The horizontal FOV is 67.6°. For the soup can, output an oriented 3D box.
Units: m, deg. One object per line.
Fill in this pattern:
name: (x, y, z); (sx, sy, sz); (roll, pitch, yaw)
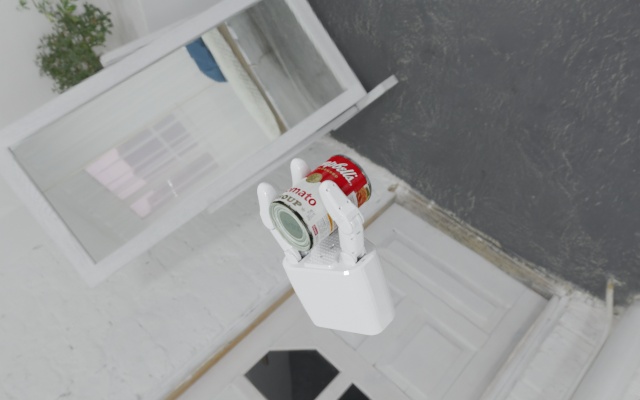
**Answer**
soup can: (0.000, 0.002, 0.540); (0.102, 0.068, 0.068); (-39, 21, -29)
